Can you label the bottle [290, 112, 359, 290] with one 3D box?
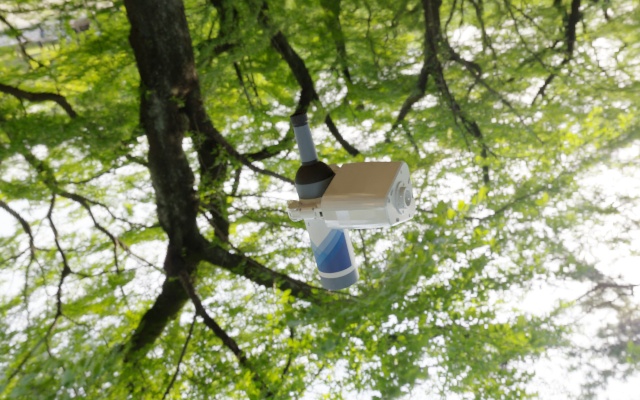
[{"bbox_3d":[0.000,0.003,0.778,0.069,0.296,0.069,-13,19,4],"label":"bottle"}]
